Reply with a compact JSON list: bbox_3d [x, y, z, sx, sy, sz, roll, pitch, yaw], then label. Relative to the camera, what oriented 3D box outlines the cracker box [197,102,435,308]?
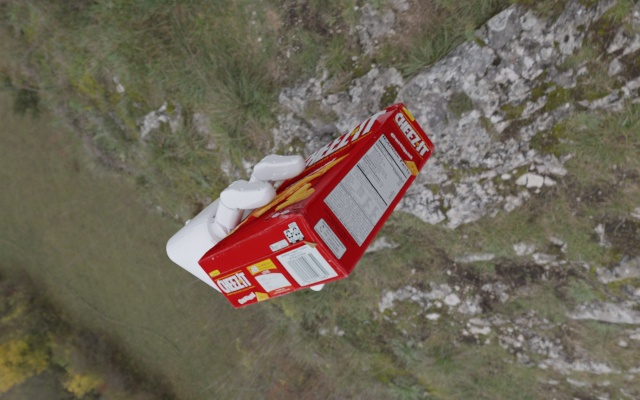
[{"bbox_3d":[0.000,0.002,0.482,0.164,0.072,0.213,-26,17,44],"label":"cracker box"}]
